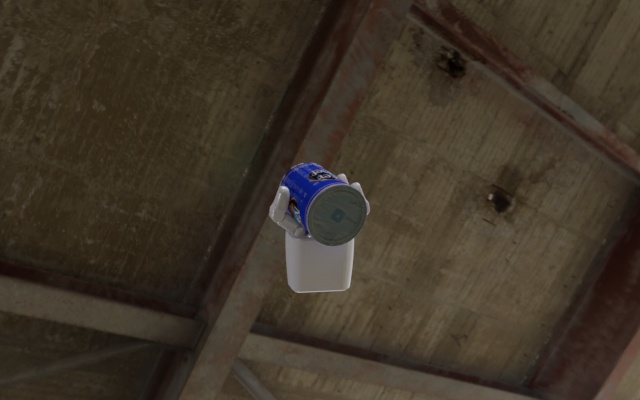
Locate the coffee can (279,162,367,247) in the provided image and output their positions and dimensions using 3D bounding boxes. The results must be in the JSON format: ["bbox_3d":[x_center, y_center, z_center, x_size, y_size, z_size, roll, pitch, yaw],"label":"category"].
[{"bbox_3d":[0.000,0.002,0.797,0.103,0.103,0.140,0,19,-25],"label":"coffee can"}]
